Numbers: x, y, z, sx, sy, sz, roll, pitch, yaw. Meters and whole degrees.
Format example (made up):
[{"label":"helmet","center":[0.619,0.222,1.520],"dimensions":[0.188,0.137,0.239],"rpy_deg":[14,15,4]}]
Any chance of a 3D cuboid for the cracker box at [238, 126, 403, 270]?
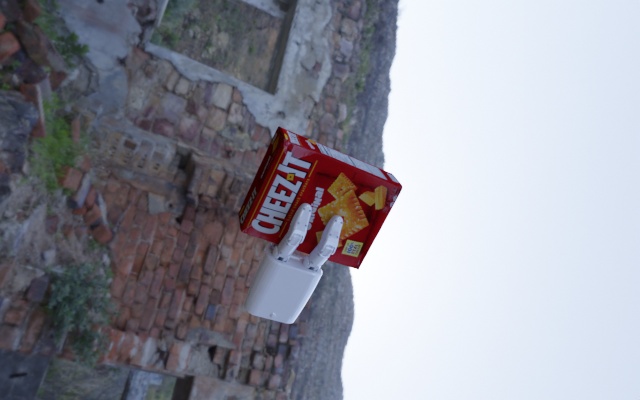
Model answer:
[{"label":"cracker box","center":[0.000,0.002,0.760],"dimensions":[0.214,0.164,0.072],"rpy_deg":[20,18,-21]}]
